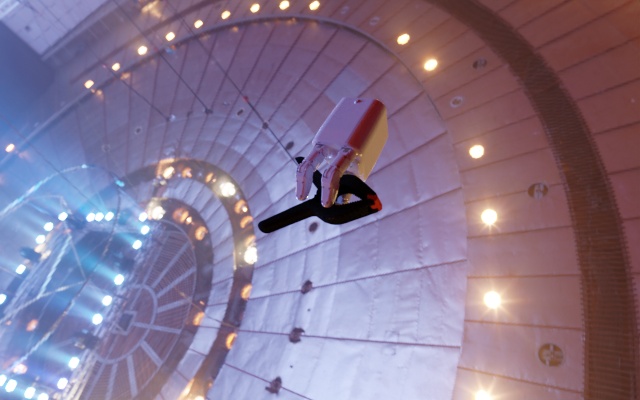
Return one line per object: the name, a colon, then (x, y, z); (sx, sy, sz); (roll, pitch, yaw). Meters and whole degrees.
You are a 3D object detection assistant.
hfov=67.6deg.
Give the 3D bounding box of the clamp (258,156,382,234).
clamp: (0.001, 0.003, 0.793); (0.210, 0.164, 0.036); (13, -29, 37)
